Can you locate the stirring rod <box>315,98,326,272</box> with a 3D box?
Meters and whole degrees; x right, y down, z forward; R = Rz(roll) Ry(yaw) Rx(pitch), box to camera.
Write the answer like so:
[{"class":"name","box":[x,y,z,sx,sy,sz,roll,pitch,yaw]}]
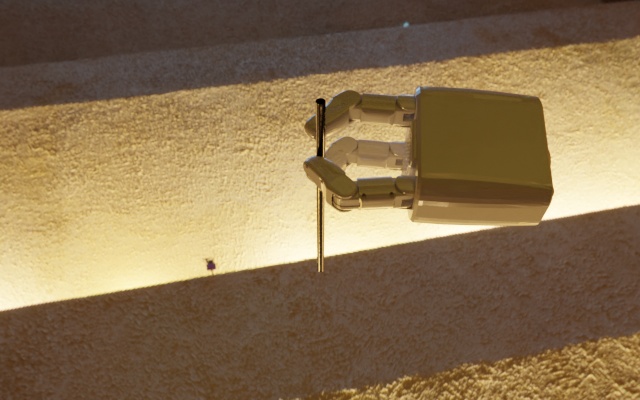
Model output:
[{"class":"stirring rod","box":[0.000,0.001,0.458,0.011,0.011,0.240,0,-40,0]}]
